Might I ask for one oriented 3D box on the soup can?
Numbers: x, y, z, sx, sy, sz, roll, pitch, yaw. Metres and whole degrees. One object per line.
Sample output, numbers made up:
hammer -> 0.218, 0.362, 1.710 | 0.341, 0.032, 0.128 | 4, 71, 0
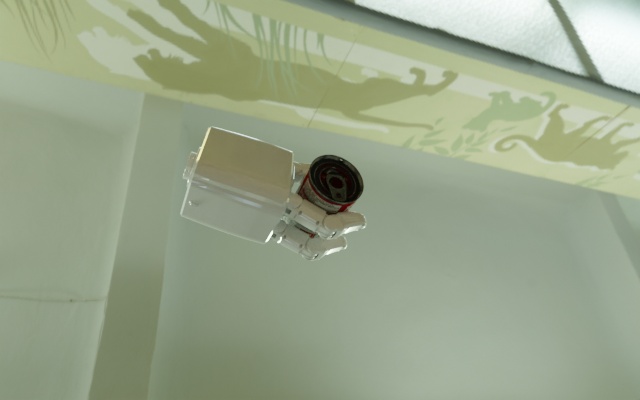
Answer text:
soup can -> 0.000, 0.002, 0.582 | 0.068, 0.068, 0.102 | 0, -33, -26
